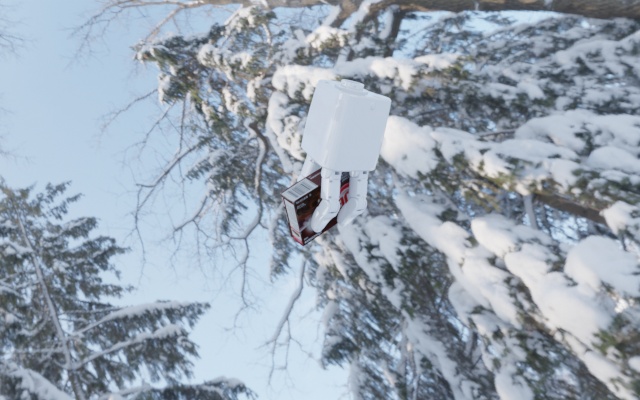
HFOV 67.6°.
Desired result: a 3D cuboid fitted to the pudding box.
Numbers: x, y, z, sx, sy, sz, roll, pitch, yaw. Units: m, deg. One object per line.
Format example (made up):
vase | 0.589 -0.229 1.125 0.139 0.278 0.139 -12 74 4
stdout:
pudding box | 0.000 0.002 0.721 0.113 0.090 0.039 -31 43 -23
